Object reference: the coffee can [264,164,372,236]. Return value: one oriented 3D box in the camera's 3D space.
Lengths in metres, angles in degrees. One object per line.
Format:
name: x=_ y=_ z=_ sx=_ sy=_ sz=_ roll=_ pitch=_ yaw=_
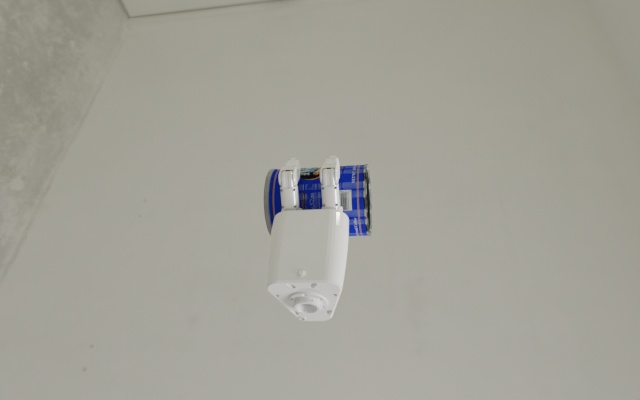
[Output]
coffee can: x=0.000 y=0.002 z=0.685 sx=0.140 sy=0.103 sz=0.103 roll=-2 pitch=0 yaw=10
